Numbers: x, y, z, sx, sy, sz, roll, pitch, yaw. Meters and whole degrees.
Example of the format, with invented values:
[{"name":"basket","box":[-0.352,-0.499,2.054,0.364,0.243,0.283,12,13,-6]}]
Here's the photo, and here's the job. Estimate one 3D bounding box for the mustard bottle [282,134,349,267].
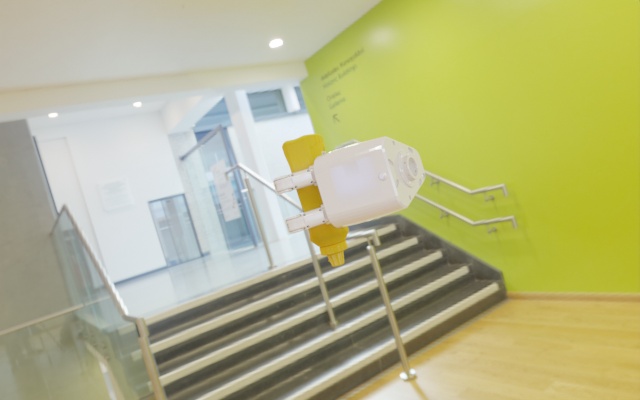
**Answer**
[{"name":"mustard bottle","box":[0.000,0.002,0.695,0.058,0.191,0.096,-17,1,10]}]
